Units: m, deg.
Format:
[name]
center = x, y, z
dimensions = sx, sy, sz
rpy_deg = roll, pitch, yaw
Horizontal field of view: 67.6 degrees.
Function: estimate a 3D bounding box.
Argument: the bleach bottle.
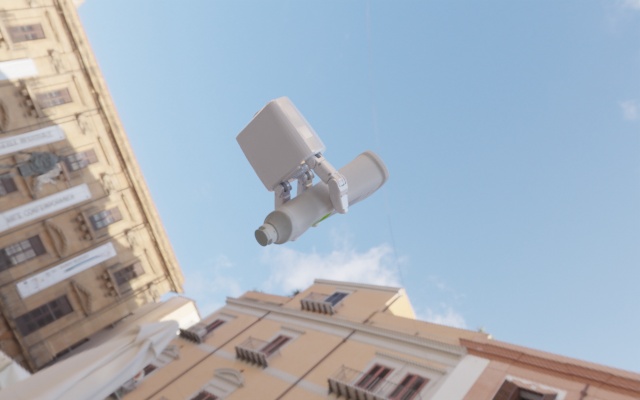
[bleach bottle]
center = 0.000, 0.003, 0.764
dimensions = 0.250, 0.068, 0.103
rpy_deg = -30, -9, -41
